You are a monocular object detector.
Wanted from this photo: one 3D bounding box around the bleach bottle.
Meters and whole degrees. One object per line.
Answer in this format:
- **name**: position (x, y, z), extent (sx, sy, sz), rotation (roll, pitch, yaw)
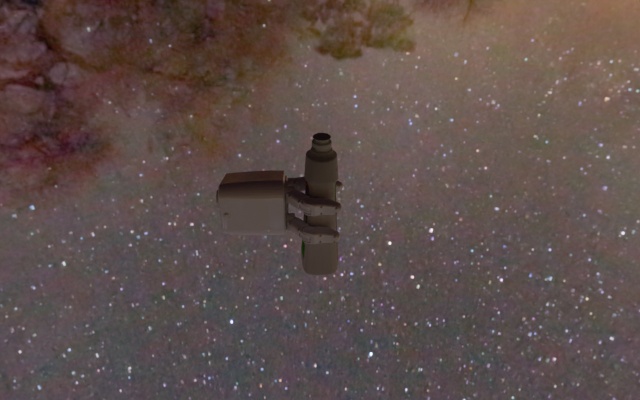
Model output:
- **bleach bottle**: position (0.000, 0.003, 0.806), extent (0.068, 0.251, 0.102), rotation (-1, 33, -3)
